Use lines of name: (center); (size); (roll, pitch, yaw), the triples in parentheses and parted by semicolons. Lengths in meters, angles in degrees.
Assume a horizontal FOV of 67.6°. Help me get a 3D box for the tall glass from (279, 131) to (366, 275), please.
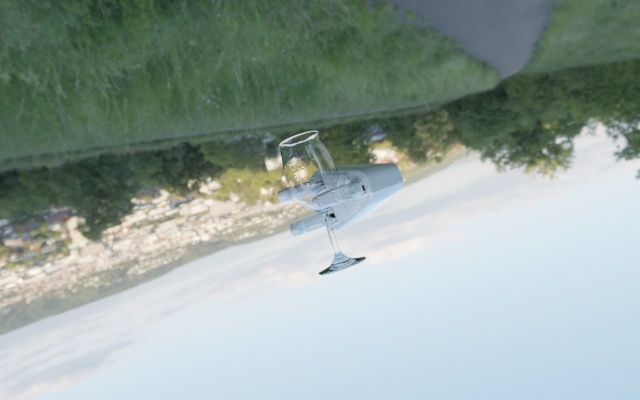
tall glass: (0.000, 0.003, 0.701); (0.079, 0.201, 0.079); (-19, -1, 0)
